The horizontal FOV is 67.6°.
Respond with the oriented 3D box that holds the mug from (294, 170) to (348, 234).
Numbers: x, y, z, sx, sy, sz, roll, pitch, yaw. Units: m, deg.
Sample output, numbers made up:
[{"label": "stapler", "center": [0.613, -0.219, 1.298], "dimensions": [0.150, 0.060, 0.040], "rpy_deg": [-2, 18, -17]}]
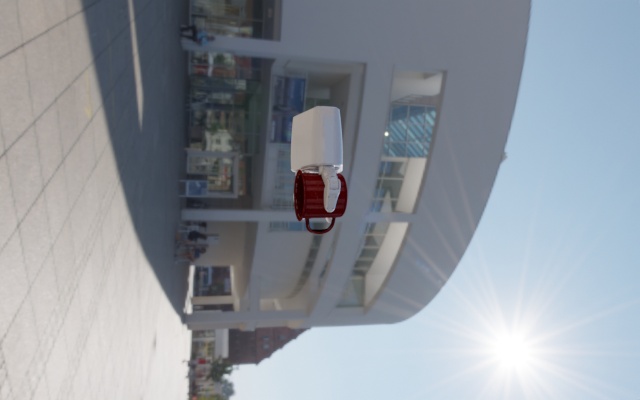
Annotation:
[{"label": "mug", "center": [0.000, 0.004, 0.869], "dimensions": [0.081, 0.117, 0.093], "rpy_deg": [0, -3, -14]}]
